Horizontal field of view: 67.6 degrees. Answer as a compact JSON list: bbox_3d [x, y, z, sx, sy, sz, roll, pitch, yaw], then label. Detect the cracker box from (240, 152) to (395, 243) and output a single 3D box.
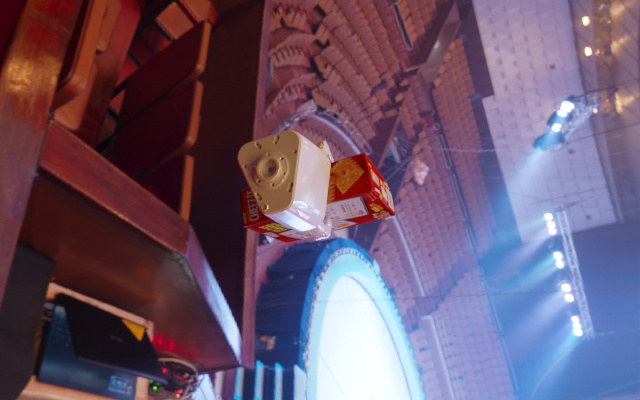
[{"bbox_3d":[0.000,0.003,0.791,0.214,0.072,0.164,-15,-19,17],"label":"cracker box"}]
